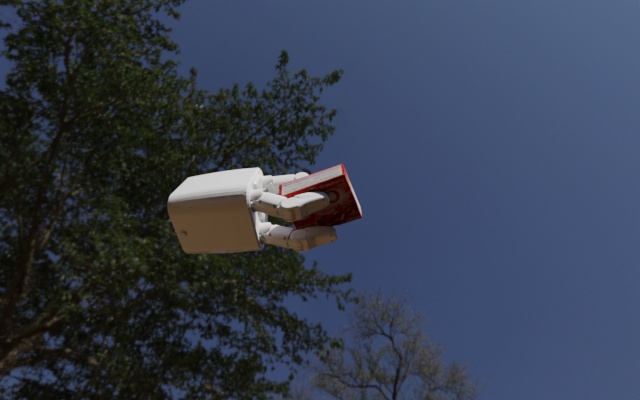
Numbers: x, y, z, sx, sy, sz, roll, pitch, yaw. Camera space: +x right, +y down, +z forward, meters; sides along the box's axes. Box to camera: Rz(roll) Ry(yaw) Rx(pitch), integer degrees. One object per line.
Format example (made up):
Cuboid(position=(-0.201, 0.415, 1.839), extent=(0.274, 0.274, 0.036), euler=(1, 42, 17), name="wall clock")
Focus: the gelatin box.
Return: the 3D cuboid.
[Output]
Cuboid(position=(0.000, 0.002, 0.612), extent=(0.089, 0.073, 0.030), euler=(-19, 35, 9), name="gelatin box")
